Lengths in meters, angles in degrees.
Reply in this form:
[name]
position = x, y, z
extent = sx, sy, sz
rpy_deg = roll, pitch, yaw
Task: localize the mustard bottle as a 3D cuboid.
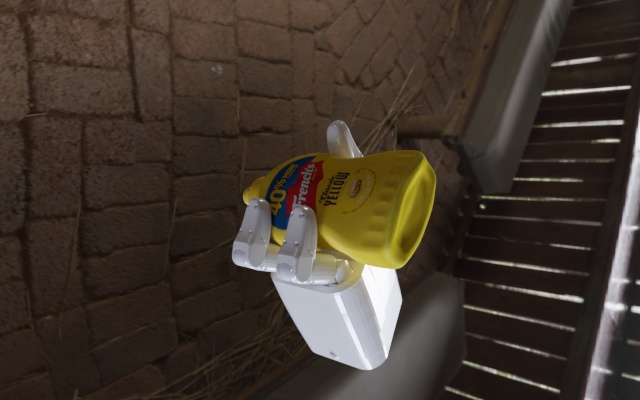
[mustard bottle]
position = 0.000, 0.001, 0.428
extent = 0.191, 0.096, 0.058
rpy_deg = 4, -29, 40
